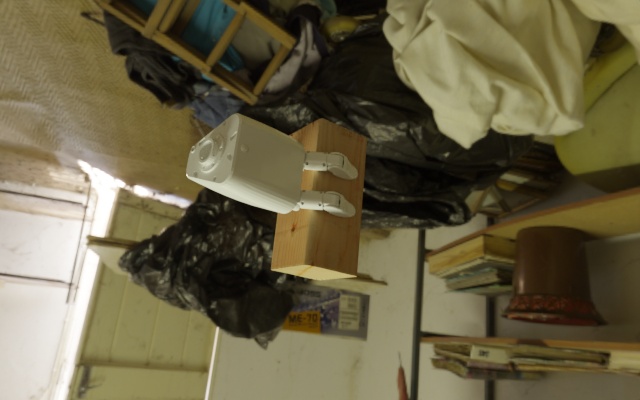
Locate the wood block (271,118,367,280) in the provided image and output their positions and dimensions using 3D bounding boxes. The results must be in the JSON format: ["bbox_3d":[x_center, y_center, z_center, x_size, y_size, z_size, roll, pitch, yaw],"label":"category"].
[{"bbox_3d":[0.000,0.002,0.685,0.090,0.206,0.091,18,-21,-33],"label":"wood block"}]
